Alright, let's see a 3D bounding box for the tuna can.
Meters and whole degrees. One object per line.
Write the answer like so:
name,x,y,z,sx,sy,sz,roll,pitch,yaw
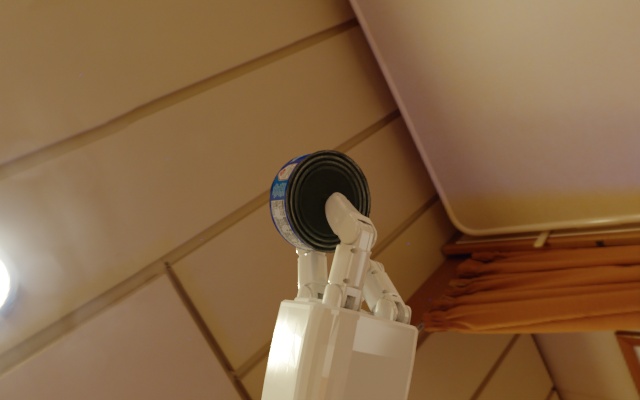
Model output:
tuna can,0.000,0.001,0.408,0.086,0.086,0.034,0,-2,-34
